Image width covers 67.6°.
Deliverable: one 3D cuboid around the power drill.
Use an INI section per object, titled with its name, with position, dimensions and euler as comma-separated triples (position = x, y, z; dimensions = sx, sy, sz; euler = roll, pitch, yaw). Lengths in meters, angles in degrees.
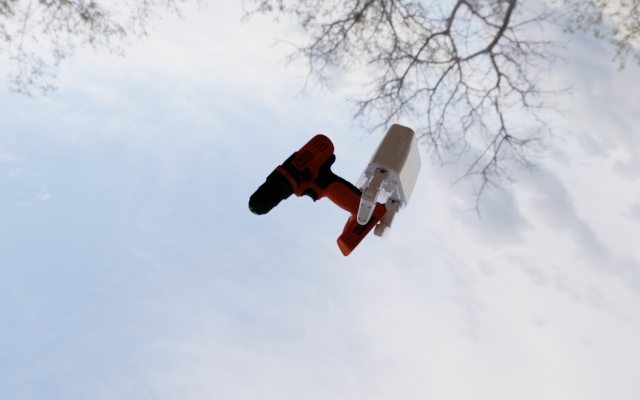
[power drill]
position = 0.001, 0.003, 0.788
dimensions = 0.184, 0.187, 0.057
euler = -45, -5, -17
